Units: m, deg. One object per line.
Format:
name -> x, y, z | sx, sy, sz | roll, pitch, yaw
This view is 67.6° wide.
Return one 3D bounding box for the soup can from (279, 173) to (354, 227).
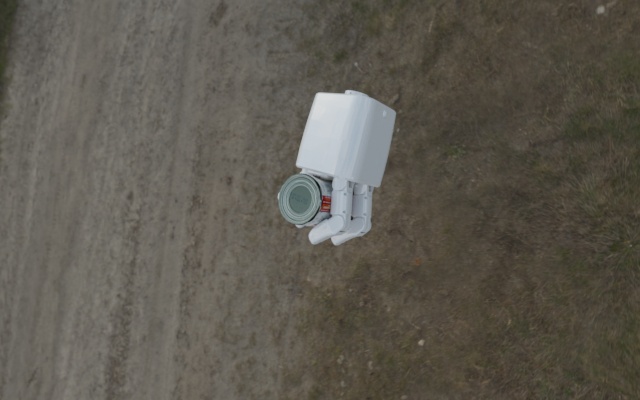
soup can -> 0.000, 0.003, 0.642 | 0.068, 0.068, 0.102 | 0, -5, 33
